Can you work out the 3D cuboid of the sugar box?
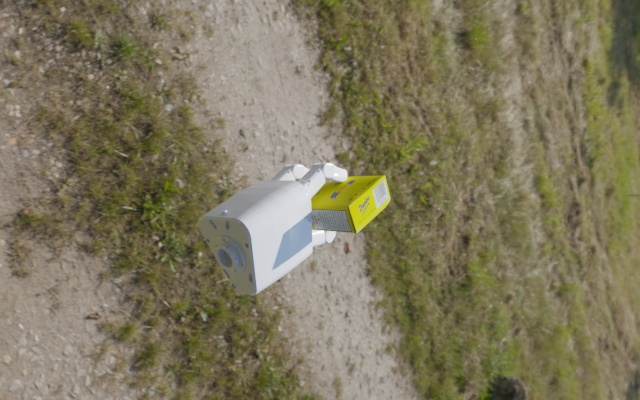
[{"bbox_3d":[0.000,0.002,0.672,0.176,0.048,0.093,3,29,40],"label":"sugar box"}]
